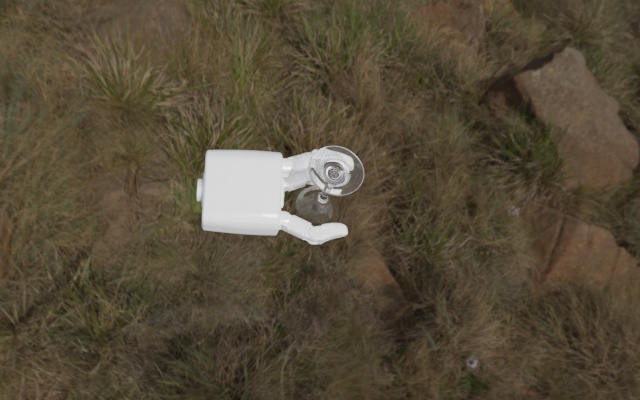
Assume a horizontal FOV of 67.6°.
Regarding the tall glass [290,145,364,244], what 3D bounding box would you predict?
[{"bbox_3d":[0.000,0.002,0.705,0.079,0.079,0.201,0,-25,-13],"label":"tall glass"}]
